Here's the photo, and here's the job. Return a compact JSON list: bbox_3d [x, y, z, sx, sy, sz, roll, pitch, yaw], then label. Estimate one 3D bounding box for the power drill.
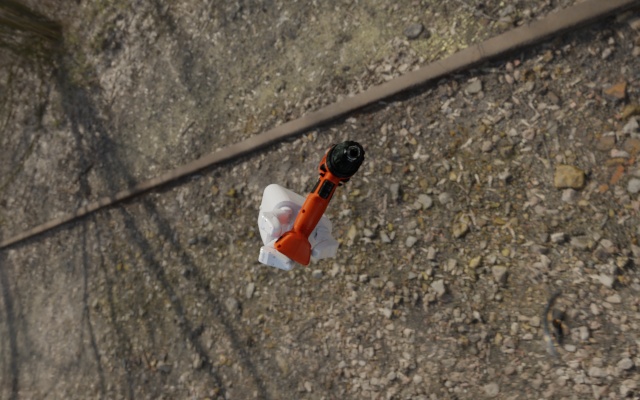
[{"bbox_3d":[0.000,0.003,0.710,0.057,0.187,0.184,30,-6,-3],"label":"power drill"}]
